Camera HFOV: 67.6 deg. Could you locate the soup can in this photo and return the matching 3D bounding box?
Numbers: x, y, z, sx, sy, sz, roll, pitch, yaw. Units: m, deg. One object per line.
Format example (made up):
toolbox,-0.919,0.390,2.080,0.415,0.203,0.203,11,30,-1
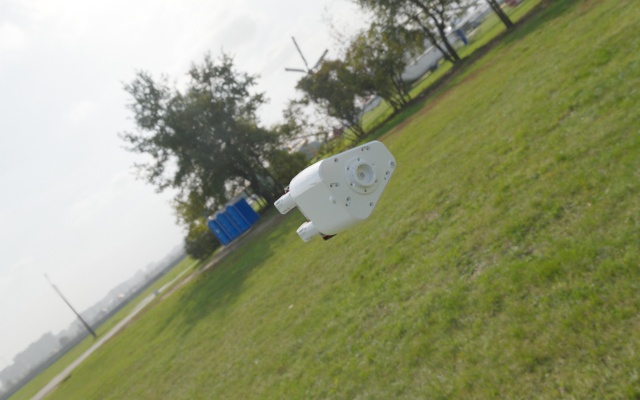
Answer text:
soup can,0.000,0.002,0.743,0.068,0.102,0.068,-39,5,4
